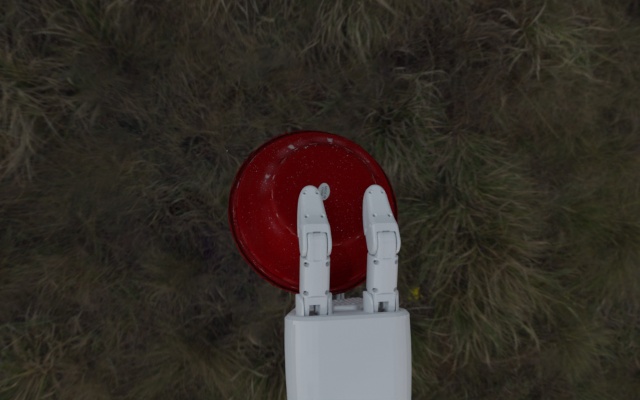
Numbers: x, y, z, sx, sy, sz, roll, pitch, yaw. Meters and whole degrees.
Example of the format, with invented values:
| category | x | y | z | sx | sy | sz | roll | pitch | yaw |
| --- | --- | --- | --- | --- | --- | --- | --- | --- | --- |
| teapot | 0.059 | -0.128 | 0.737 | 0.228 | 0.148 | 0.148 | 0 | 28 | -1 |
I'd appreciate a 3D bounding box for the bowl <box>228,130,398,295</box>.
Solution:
| category | x | y | z | sx | sy | sz | roll | pitch | yaw |
| --- | --- | --- | --- | --- | --- | --- | --- | --- | --- |
| bowl | 0.000 | 0.000 | 0.424 | 0.162 | 0.162 | 0.055 | 0 | -16 | -11 |
